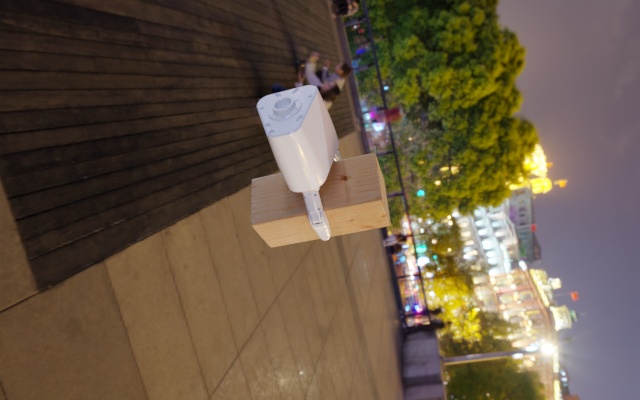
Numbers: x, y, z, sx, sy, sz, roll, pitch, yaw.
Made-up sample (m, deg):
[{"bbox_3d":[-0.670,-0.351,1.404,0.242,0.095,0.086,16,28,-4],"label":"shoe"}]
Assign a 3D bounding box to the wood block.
[{"bbox_3d":[0.000,0.003,0.774,0.206,0.090,0.090,-11,-32,12],"label":"wood block"}]
